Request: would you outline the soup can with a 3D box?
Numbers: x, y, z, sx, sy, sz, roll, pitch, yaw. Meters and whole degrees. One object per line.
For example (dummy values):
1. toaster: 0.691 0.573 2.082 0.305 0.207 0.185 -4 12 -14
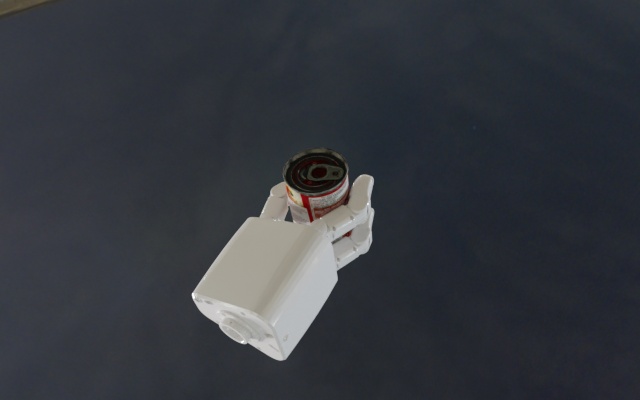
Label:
1. soup can: 0.000 0.002 0.531 0.068 0.068 0.102 0 -42 8
